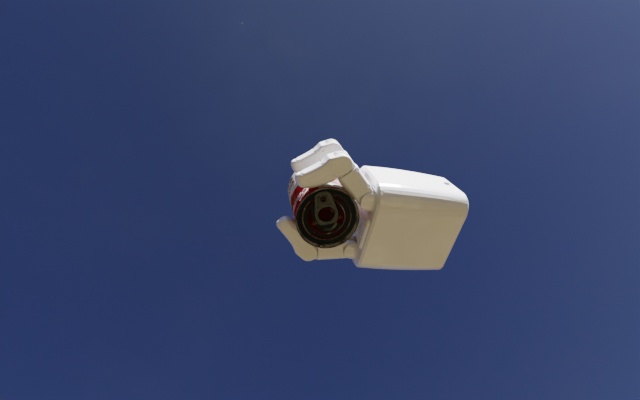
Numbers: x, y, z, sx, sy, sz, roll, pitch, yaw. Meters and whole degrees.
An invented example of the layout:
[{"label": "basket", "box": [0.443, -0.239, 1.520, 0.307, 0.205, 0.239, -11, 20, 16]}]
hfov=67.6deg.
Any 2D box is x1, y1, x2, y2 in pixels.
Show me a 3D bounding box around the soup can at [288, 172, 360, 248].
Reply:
[{"label": "soup can", "box": [0.000, 0.002, 0.541, 0.068, 0.068, 0.102, 0, 20, -9]}]
